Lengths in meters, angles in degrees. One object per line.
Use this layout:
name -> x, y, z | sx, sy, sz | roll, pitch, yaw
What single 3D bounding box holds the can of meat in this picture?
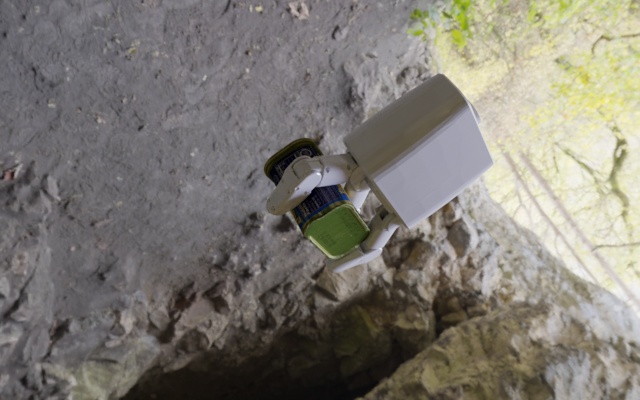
can of meat -> 0.000, 0.002, 0.467 | 0.057, 0.084, 0.102 | -34, -31, 4
